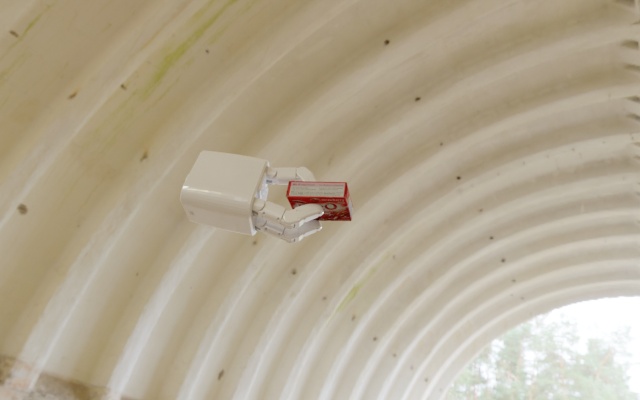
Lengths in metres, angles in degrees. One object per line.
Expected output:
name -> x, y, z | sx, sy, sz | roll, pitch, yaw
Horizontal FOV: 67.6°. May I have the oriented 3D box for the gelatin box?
gelatin box -> 0.001, 0.002, 0.711 | 0.089, 0.030, 0.073 | 1, -29, 12
